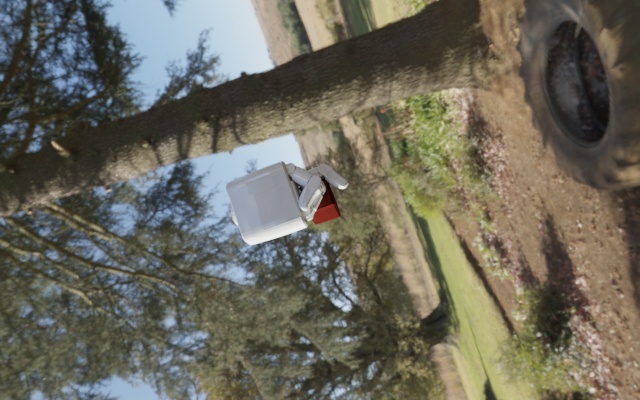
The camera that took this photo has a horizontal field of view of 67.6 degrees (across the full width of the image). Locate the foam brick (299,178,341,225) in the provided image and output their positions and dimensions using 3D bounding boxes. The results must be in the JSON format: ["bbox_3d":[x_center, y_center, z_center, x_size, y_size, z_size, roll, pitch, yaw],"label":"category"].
[{"bbox_3d":[0.000,0.003,0.856,0.051,0.053,0.078,-20,-22,4],"label":"foam brick"}]
